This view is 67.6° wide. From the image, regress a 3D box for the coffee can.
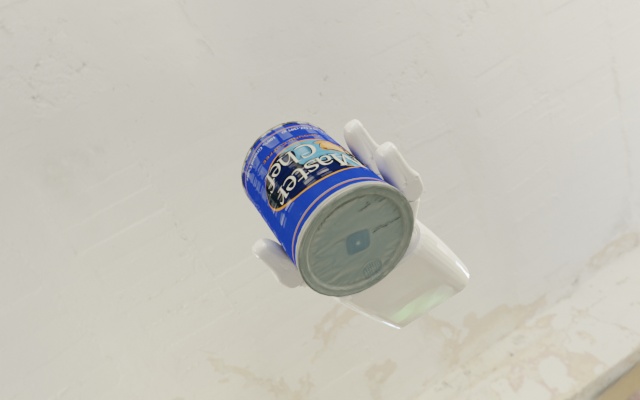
[{"bbox_3d":[0.000,0.001,0.422,0.103,0.103,0.140,0,28,-29],"label":"coffee can"}]
